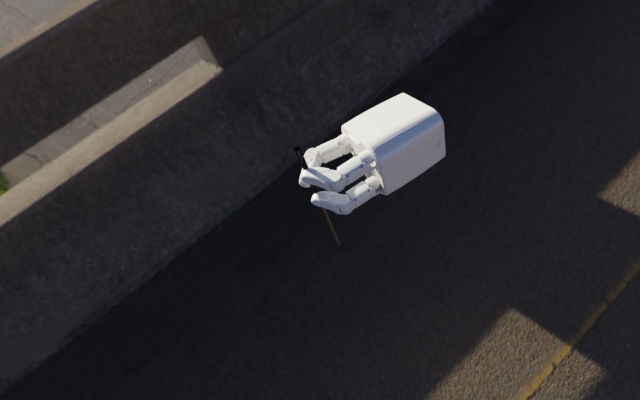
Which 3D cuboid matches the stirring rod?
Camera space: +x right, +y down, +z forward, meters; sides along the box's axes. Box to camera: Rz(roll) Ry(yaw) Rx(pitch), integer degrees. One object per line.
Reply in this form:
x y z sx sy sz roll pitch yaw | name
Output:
0.000 0.002 0.700 0.011 0.011 0.240 0 -34 17 | stirring rod
